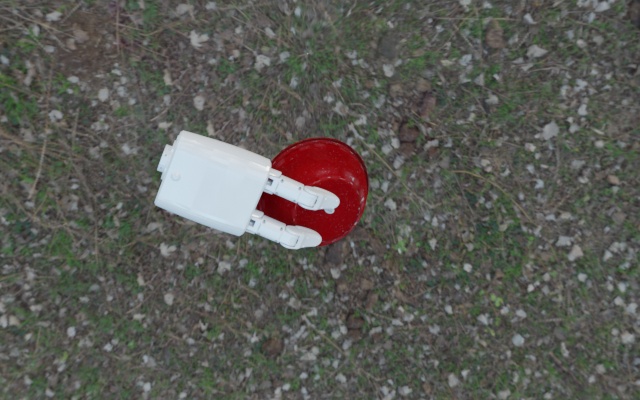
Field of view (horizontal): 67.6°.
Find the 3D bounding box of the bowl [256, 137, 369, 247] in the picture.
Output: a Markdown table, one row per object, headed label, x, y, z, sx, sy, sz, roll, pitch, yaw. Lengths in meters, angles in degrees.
| label | x | y | z | sx | sy | sz | roll | pitch | yaw |
| --- | --- | --- | --- | --- | --- | --- | --- | --- | --- |
| bowl | 0.001 | 0.002 | 0.626 | 0.162 | 0.162 | 0.055 | 0 | 24 | -22 |
